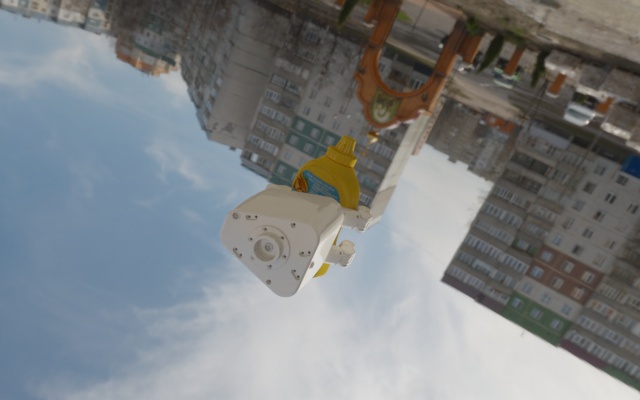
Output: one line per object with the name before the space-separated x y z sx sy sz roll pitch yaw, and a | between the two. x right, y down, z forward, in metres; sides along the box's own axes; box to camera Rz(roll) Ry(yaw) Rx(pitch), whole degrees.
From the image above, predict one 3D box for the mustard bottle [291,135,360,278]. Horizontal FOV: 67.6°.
mustard bottle | 0.000 0.002 0.648 0.096 0.192 0.058 35 20 31
